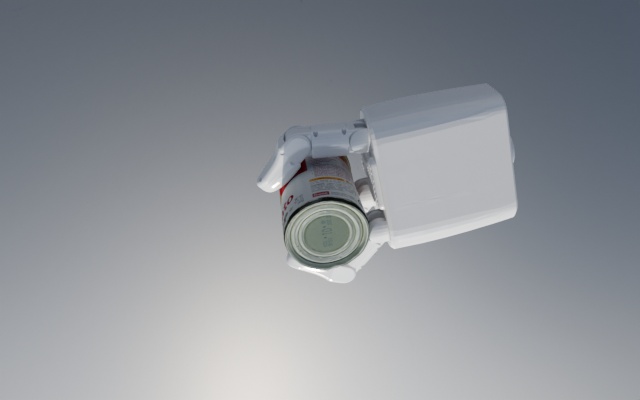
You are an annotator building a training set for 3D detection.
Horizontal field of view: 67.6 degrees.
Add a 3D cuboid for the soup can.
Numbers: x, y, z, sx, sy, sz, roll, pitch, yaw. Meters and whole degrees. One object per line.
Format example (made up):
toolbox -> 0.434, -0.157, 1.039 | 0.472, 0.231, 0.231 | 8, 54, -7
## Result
soup can -> 0.000, 0.001, 0.400 | 0.068, 0.068, 0.102 | 0, 32, -7
